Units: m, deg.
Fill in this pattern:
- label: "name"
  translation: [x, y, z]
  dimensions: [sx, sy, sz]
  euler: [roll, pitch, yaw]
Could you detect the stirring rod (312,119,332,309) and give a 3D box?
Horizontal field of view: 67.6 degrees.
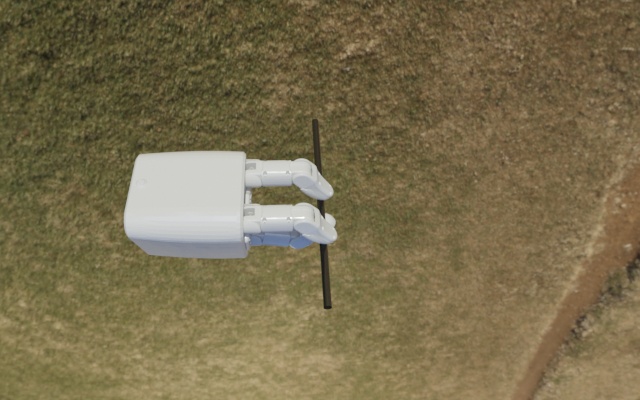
- label: "stirring rod"
  translation: [0.000, 0.002, 0.514]
  dimensions: [0.011, 0.239, 0.011]
  euler: [-3, -35, -2]
